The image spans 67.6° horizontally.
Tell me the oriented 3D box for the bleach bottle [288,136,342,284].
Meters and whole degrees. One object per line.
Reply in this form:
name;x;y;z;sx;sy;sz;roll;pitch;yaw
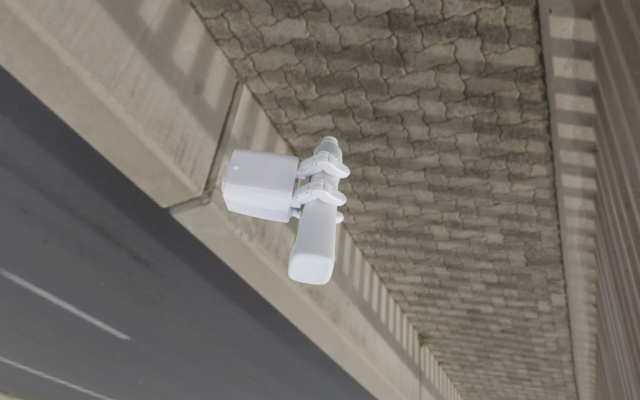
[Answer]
bleach bottle;0.000;0.003;0.786;0.068;0.250;0.103;10;-34;-2
